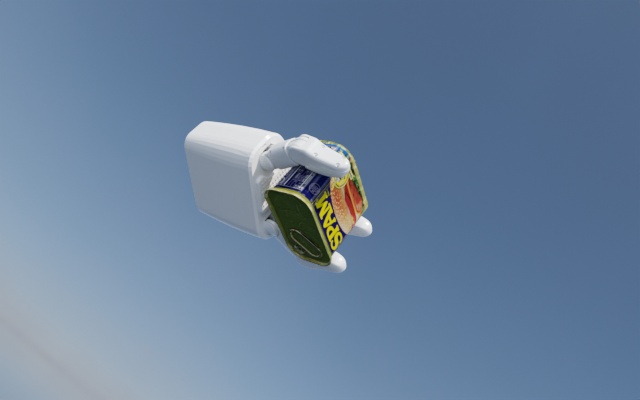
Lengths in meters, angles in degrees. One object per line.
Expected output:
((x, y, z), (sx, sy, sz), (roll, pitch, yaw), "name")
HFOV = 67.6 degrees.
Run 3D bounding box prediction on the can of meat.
((0.000, 0.001, 0.489), (0.057, 0.102, 0.084), (14, 50, 35), "can of meat")
